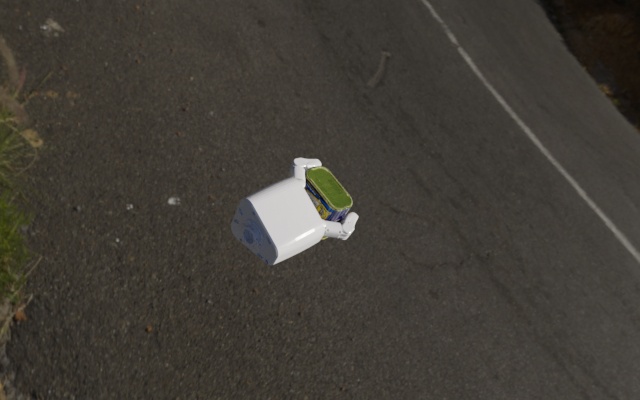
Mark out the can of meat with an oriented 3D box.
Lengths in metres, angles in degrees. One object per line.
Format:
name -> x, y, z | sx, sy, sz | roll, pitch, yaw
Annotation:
can of meat -> 0.000, 0.003, 0.839 | 0.057, 0.102, 0.084 | -21, -26, -40
